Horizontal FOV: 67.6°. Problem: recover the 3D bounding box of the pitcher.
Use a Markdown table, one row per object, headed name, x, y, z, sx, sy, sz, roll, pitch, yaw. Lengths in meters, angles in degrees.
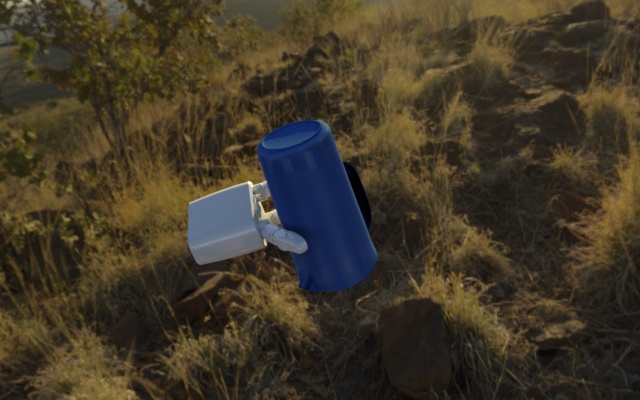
| name | x | y | z | sx | sy | sz | roll | pitch | yaw |
| --- | --- | --- | --- | --- | --- | --- | --- | --- | --- |
| pitcher | 0.000 | 0.002 | 0.724 | 0.145 | 0.243 | 0.149 | -17 | 29 | 4 |
